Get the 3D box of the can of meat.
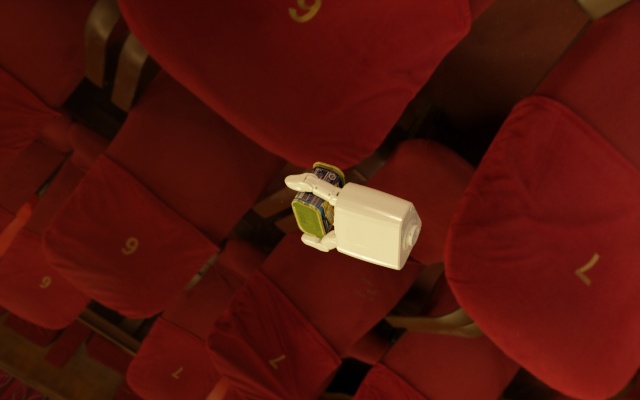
[{"bbox_3d":[0.000,0.003,0.787,0.057,0.084,0.102,19,-30,23],"label":"can of meat"}]
